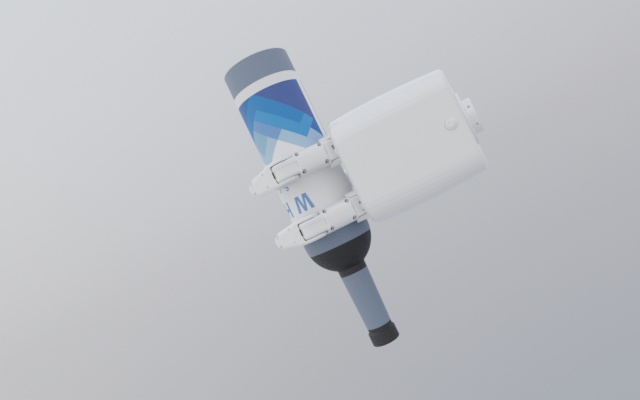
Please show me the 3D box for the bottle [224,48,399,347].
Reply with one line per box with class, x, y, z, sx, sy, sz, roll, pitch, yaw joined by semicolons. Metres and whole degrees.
bottle;0.000;0.001;0.462;0.069;0.295;0.069;-26;-1;-1
